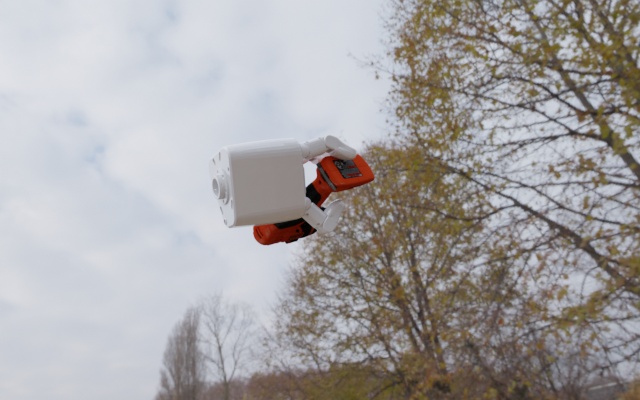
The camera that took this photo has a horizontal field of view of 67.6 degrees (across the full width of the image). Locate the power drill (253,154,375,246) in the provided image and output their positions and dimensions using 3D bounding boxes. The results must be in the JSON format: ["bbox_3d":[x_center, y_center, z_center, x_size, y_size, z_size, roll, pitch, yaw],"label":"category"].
[{"bbox_3d":[0.000,0.002,0.782,0.188,0.057,0.184,-45,-18,33],"label":"power drill"}]
